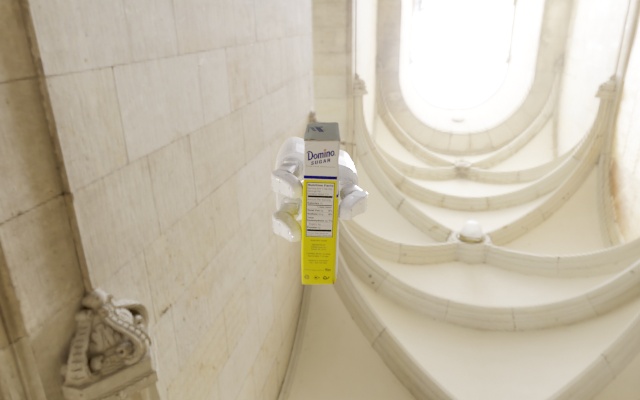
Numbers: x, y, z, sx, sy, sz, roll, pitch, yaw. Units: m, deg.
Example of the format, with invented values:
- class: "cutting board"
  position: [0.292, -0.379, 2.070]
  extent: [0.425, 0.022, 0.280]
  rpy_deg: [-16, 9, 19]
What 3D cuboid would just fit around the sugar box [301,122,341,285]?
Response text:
- class: "sugar box"
  position: [0.000, 0.002, 0.569]
  extent: [0.048, 0.176, 0.093]
  rpy_deg: [-1, 20, 1]
